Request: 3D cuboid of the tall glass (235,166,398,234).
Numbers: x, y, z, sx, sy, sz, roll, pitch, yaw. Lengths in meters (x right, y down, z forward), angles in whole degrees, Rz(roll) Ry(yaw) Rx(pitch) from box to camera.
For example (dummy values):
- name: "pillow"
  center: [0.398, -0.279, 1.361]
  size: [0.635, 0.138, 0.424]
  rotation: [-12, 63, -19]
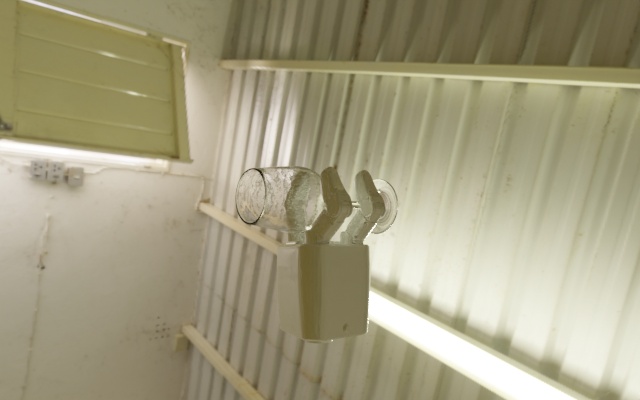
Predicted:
- name: "tall glass"
  center: [0.001, 0.002, 0.577]
  size: [0.201, 0.079, 0.079]
  rotation: [5, -3, -40]
